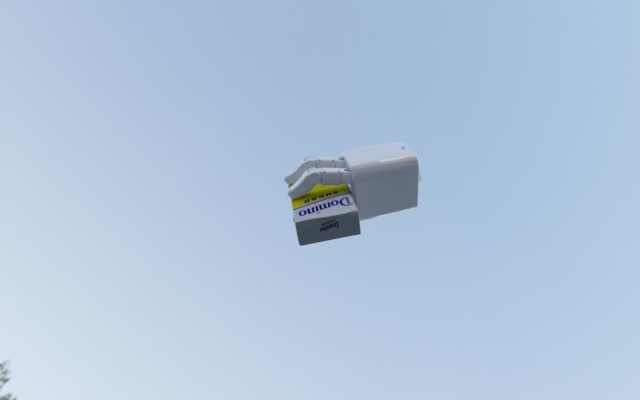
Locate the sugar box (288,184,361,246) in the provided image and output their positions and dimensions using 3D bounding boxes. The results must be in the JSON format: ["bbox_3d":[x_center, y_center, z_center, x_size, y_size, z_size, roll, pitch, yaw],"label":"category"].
[{"bbox_3d":[0.000,0.002,0.747,0.093,0.048,0.176,-11,24,-4],"label":"sugar box"}]
